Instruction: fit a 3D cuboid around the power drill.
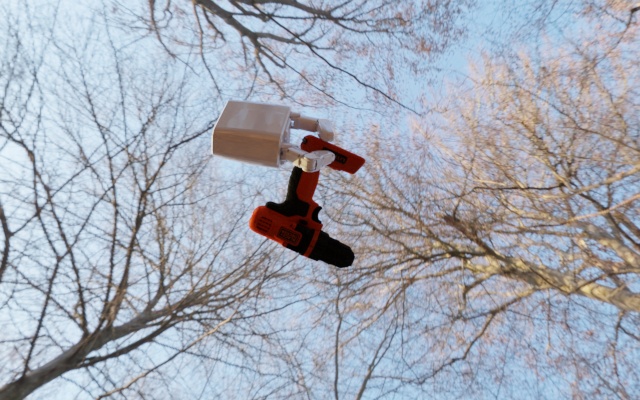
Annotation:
[{"bbox_3d":[0.000,0.002,0.771,0.184,0.187,0.057,24,6,-9],"label":"power drill"}]
